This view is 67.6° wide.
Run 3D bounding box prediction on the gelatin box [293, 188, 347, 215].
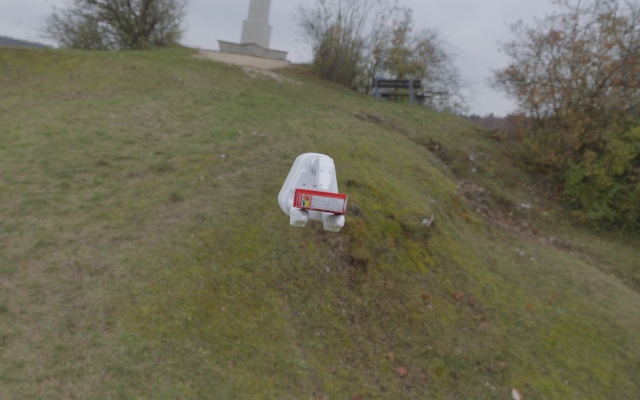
[{"bbox_3d":[0.000,0.002,0.698,0.073,0.030,0.089,8,-1,1],"label":"gelatin box"}]
